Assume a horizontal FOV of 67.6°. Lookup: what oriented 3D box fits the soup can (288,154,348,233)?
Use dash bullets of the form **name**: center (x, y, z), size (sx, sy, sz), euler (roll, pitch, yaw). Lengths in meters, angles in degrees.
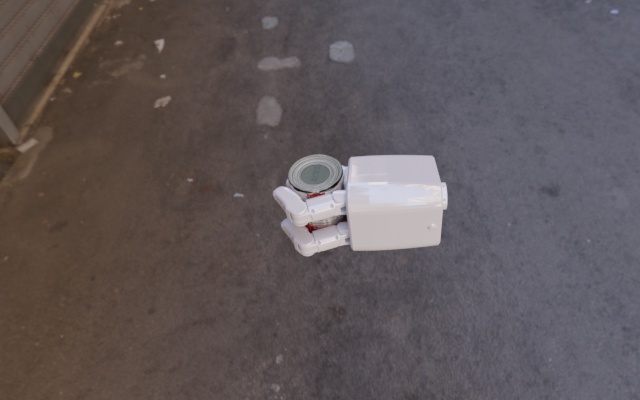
- **soup can**: center (0.000, 0.002, 0.597), size (0.068, 0.068, 0.102), euler (0, -44, 10)
